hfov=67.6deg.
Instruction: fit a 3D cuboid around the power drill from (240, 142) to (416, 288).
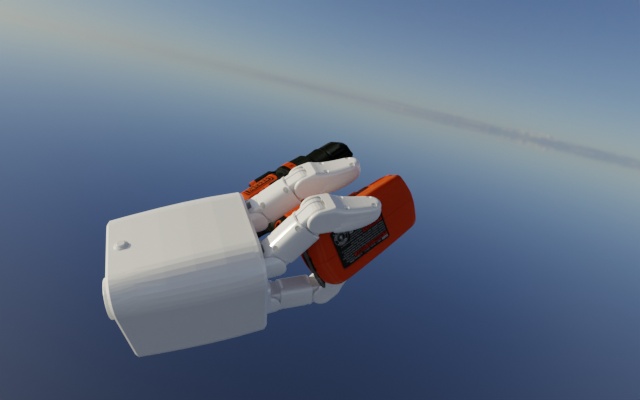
[{"bbox_3d":[0.000,0.002,0.462,0.184,0.057,0.187,-36,25,-23],"label":"power drill"}]
